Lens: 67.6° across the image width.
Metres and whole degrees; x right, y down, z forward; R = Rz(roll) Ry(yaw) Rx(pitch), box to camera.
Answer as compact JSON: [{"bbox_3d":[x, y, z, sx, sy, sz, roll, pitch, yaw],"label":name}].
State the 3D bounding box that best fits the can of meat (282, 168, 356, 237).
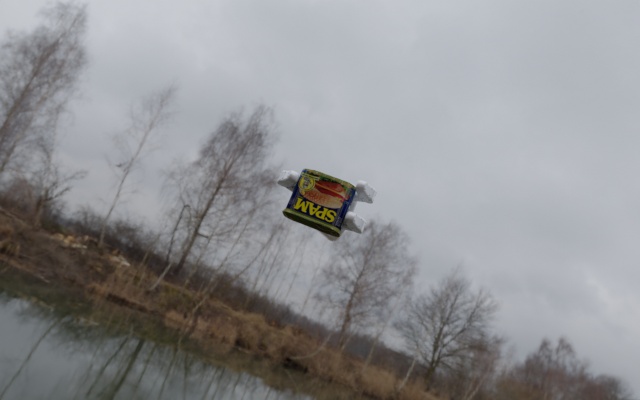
[{"bbox_3d":[0.000,0.002,0.793,0.102,0.084,0.057,21,-14,8],"label":"can of meat"}]
